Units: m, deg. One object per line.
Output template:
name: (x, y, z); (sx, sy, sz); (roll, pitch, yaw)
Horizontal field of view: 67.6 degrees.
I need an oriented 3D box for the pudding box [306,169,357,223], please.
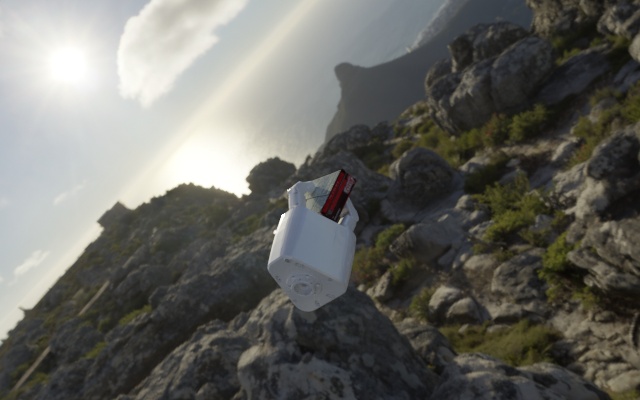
pudding box: (0.000, 0.003, 0.785); (0.039, 0.090, 0.113); (39, -28, -23)
